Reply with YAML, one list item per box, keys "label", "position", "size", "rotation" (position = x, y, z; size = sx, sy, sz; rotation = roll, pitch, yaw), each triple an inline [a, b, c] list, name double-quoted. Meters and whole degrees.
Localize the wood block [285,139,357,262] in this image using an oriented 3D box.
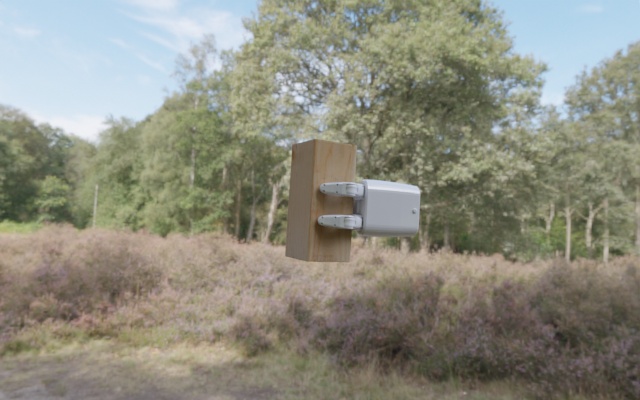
- label: "wood block"
  position: [0.000, 0.003, 0.855]
  size: [0.090, 0.206, 0.091]
  rotation: [5, -3, -29]
